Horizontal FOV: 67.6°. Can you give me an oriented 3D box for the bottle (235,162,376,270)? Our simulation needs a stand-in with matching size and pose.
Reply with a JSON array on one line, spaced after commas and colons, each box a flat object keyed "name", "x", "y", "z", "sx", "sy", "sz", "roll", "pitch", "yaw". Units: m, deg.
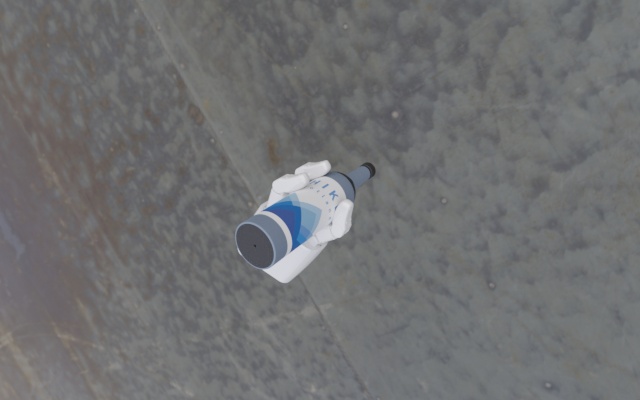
[{"name": "bottle", "x": 0.000, "y": 0.002, "z": 0.702, "sx": 0.069, "sy": 0.069, "sz": 0.295, "roll": 0, "pitch": 22, "yaw": 37}]
